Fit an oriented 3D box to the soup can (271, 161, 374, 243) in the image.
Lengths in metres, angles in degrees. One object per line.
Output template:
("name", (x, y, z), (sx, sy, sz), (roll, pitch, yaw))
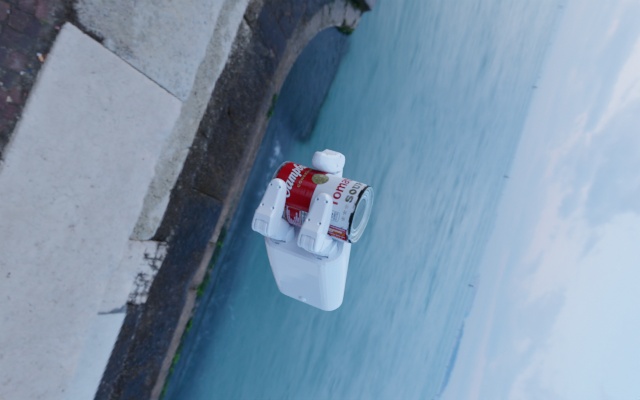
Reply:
("soup can", (0.000, 0.001, 0.534), (0.102, 0.068, 0.068), (18, 6, 20))
